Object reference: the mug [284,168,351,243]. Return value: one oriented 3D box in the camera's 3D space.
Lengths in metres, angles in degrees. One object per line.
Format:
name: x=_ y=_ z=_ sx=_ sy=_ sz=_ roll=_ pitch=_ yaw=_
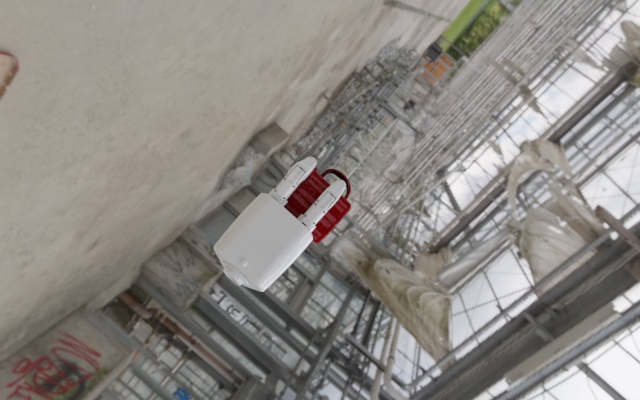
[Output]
mug: x=0.001 y=0.002 z=0.736 sx=0.081 sy=0.117 sz=0.093 roll=42 pitch=-20 yaw=1
